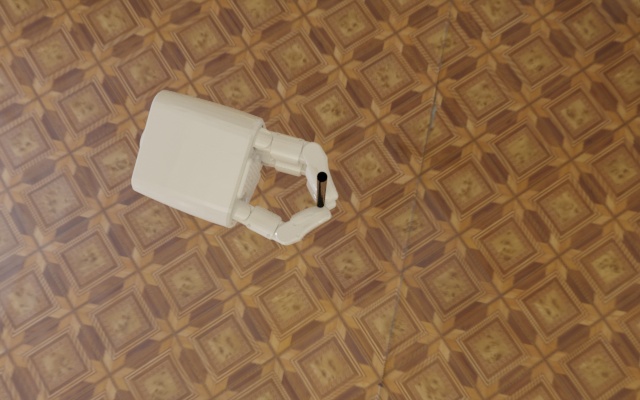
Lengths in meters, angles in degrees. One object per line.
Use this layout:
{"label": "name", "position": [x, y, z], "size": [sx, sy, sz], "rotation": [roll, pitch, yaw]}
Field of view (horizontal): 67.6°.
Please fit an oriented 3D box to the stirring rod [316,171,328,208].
{"label": "stirring rod", "position": [0.000, 0.002, 0.465], "size": [0.011, 0.011, 0.239], "rotation": [0, -9, -1]}
